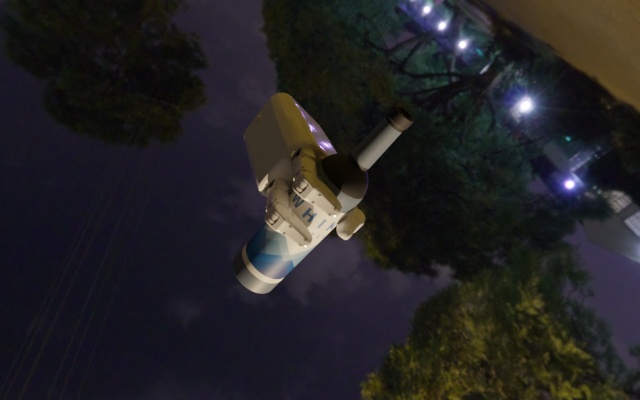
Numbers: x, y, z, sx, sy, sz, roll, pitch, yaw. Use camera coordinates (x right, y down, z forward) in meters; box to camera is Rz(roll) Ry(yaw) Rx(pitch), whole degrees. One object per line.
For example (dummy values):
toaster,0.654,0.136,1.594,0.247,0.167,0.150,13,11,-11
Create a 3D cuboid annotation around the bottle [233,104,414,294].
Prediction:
bottle,0.000,0.002,0.575,0.296,0.069,0.069,-47,-26,27
